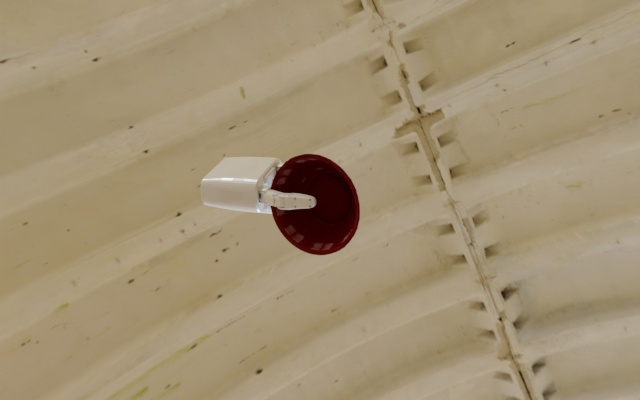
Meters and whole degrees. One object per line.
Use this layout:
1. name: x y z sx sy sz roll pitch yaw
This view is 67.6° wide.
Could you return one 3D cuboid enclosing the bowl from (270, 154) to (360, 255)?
1. bowl: 0.001 0.003 0.761 0.162 0.162 0.055 0 12 30
